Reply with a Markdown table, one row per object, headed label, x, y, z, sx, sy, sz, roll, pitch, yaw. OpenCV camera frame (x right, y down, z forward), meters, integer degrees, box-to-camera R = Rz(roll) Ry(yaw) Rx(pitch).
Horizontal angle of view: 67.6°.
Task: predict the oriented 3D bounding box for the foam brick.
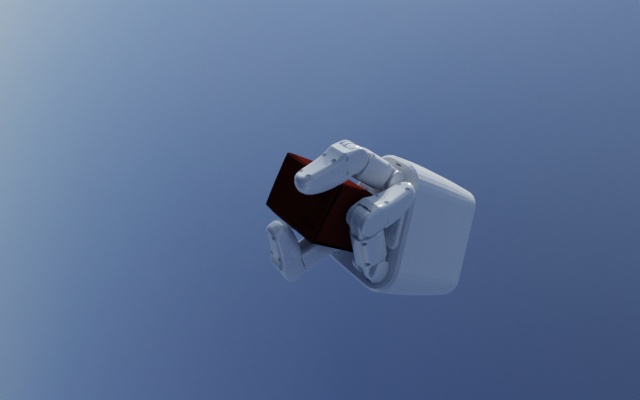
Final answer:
| label | x | y | z | sx | sy | sz | roll | pitch | yaw |
| --- | --- | --- | --- | --- | --- | --- | --- | --- | --- |
| foam brick | 0.000 | 0.001 | 0.408 | 0.051 | 0.053 | 0.078 | 16 | 15 | -42 |
